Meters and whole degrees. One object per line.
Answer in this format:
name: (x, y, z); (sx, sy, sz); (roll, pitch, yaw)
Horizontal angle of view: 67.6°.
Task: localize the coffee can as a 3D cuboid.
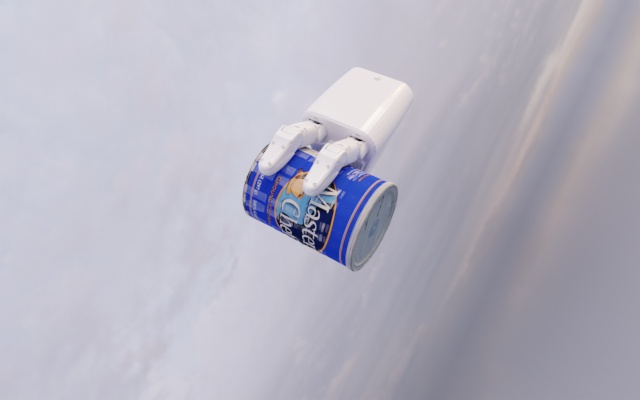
coffee can: (0.000, 0.002, 0.530); (0.140, 0.103, 0.103); (26, 10, 22)
